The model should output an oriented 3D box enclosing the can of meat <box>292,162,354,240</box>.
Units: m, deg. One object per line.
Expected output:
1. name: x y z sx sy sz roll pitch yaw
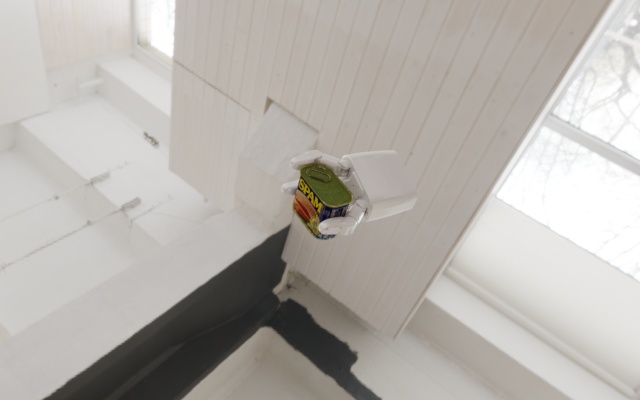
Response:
1. can of meat: 0.000 0.003 0.781 0.057 0.084 0.102 -15 50 -32
